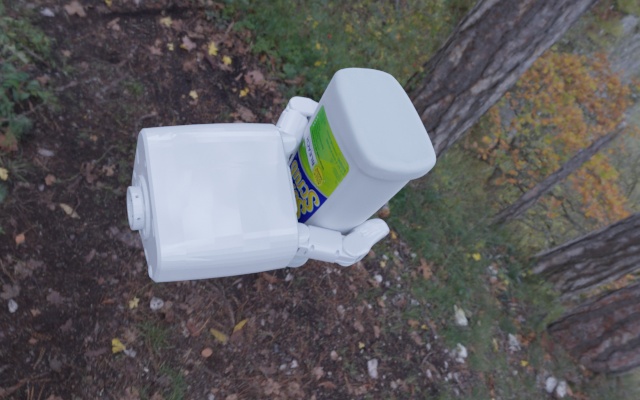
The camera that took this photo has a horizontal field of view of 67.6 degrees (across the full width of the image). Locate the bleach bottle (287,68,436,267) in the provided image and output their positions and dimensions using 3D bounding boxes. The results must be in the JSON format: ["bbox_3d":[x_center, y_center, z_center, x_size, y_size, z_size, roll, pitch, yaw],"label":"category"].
[{"bbox_3d":[0.000,0.001,0.443,0.068,0.102,0.251,-4,-30,-28],"label":"bleach bottle"}]
